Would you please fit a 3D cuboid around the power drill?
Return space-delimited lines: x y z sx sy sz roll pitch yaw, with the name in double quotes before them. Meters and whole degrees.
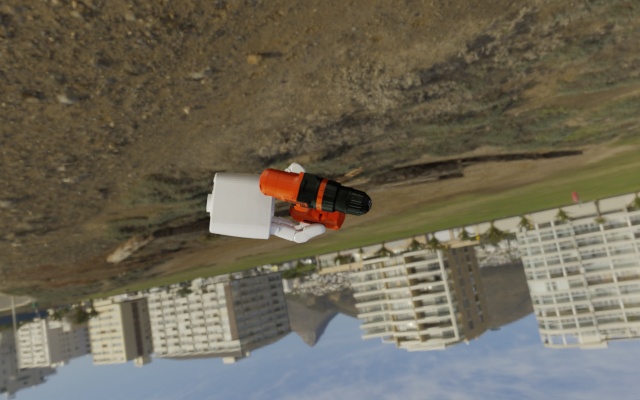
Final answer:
"power drill" 0.000 0.003 0.826 0.184 0.057 0.188 15 -13 11
